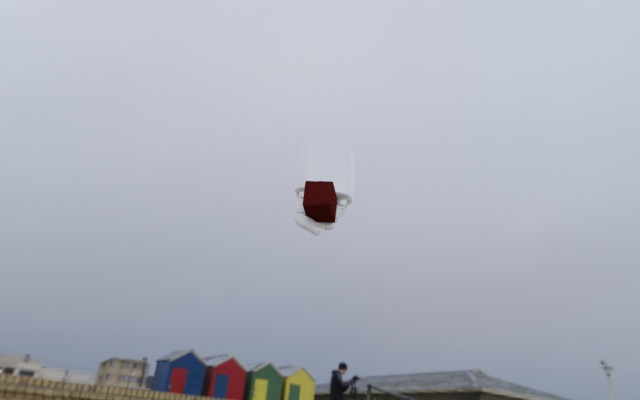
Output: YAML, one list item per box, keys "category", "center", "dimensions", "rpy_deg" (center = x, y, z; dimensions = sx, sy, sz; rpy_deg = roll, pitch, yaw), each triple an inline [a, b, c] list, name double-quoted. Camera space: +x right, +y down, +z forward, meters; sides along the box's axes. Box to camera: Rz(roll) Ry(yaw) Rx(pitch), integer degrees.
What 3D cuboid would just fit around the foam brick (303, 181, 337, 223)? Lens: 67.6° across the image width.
- category: "foam brick"
  center: [0.000, 0.003, 0.888]
  dimensions: [0.053, 0.051, 0.078]
  rpy_deg: [2, -26, 9]
